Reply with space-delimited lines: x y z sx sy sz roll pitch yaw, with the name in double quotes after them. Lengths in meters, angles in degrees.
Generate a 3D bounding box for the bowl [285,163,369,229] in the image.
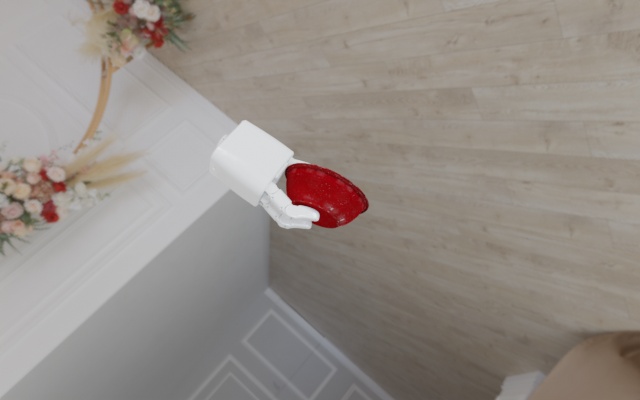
0.001 0.004 0.834 0.162 0.055 0.162 21 -22 9 "bowl"
